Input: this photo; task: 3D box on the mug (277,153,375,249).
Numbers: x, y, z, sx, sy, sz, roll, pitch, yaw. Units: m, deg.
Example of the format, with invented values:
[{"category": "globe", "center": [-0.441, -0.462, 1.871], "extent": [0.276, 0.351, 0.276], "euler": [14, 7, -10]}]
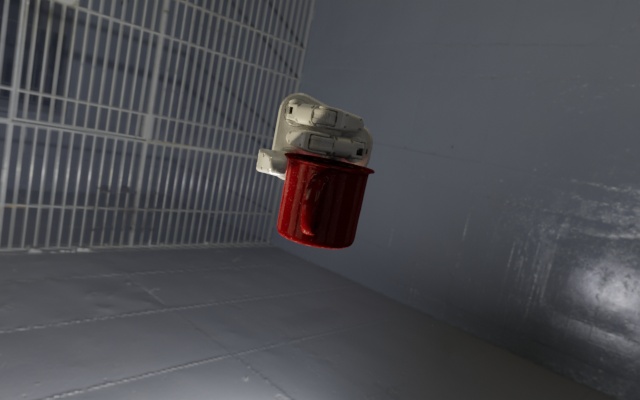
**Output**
[{"category": "mug", "center": [0.000, 0.002, 0.476], "extent": [0.093, 0.081, 0.117], "euler": [12, 9, 5]}]
